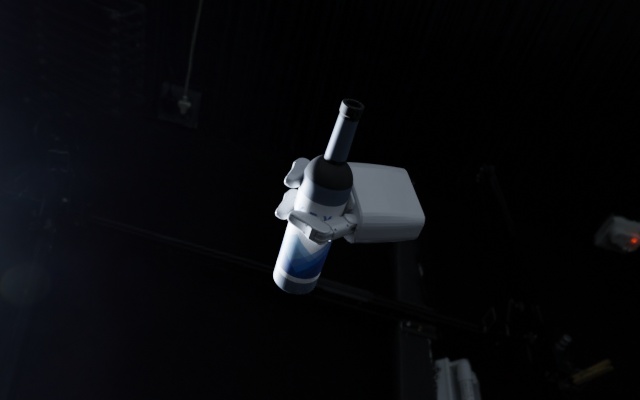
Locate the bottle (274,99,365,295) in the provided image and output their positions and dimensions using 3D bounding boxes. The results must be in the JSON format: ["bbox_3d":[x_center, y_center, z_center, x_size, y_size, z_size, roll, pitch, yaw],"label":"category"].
[{"bbox_3d":[0.000,0.002,0.643,0.069,0.296,0.069,13,34,-9],"label":"bottle"}]
